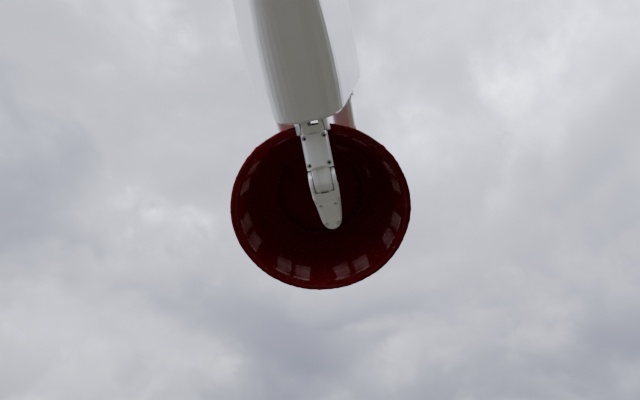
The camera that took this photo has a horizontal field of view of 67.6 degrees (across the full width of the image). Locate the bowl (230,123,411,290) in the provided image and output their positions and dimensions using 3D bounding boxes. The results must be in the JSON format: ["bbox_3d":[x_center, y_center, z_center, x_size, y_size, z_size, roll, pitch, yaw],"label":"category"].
[{"bbox_3d":[0.000,0.003,0.450,0.162,0.162,0.055,0,21,0],"label":"bowl"}]
